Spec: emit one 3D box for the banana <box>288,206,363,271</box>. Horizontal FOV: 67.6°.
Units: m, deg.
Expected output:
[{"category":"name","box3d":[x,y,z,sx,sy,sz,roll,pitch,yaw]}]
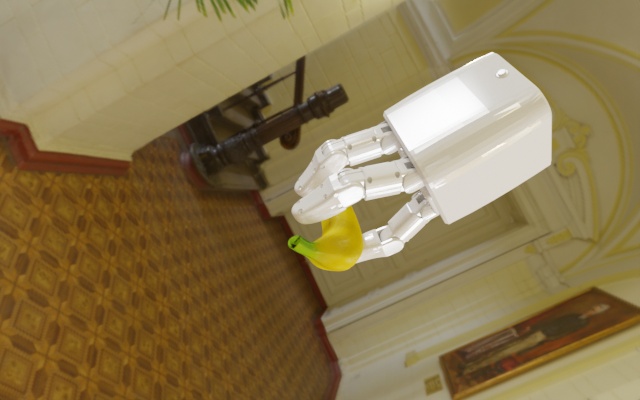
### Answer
[{"category":"banana","box3d":[0.011,0.017,0.451,0.037,0.070,0.197,-33,15,12]}]
